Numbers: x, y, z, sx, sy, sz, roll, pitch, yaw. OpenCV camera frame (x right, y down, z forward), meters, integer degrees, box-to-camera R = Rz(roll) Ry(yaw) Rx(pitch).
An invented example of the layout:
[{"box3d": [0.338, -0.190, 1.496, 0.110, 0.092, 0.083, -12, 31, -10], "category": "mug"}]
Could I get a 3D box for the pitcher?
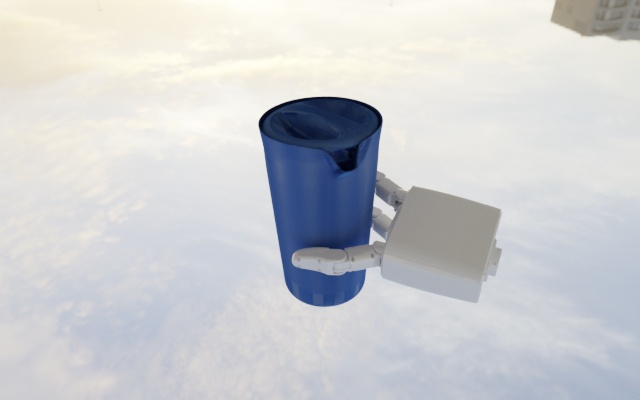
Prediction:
[{"box3d": [0.000, 0.002, 0.581, 0.145, 0.243, 0.149, 13, 37, 20], "category": "pitcher"}]
